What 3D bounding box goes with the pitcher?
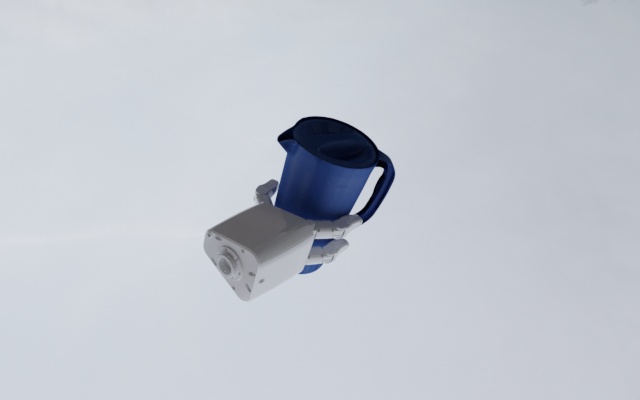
[{"bbox_3d":[0.000,0.003,0.756,0.149,0.243,0.145,37,39,21],"label":"pitcher"}]
